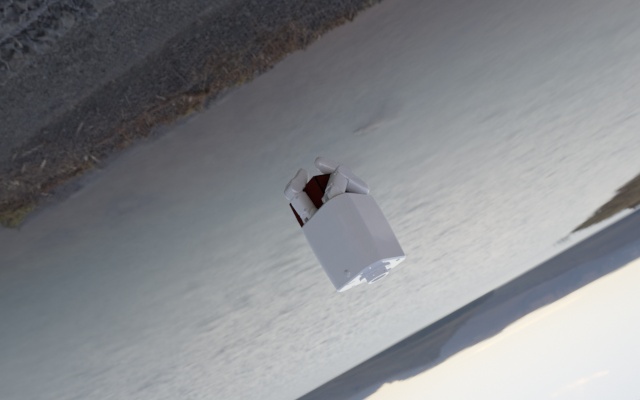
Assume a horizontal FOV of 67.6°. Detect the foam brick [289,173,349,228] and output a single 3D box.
[{"bbox_3d":[0.000,0.002,0.717,0.053,0.051,0.078,-11,-26,-42],"label":"foam brick"}]
